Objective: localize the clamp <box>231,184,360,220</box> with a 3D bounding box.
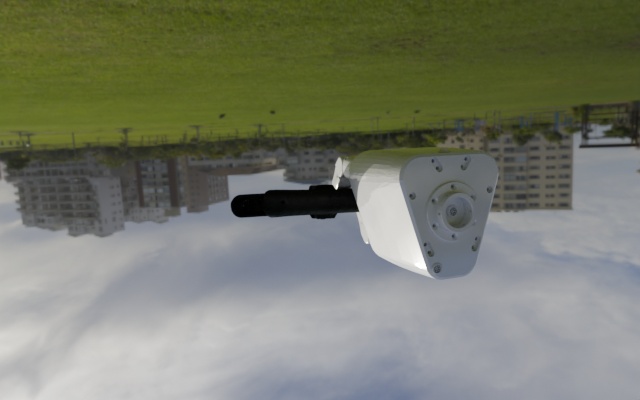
[{"bbox_3d":[0.000,0.002,0.489,0.171,0.039,0.120,-5,6,-17],"label":"clamp"}]
